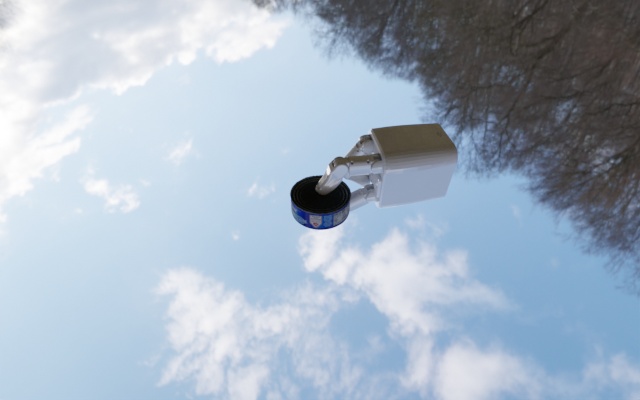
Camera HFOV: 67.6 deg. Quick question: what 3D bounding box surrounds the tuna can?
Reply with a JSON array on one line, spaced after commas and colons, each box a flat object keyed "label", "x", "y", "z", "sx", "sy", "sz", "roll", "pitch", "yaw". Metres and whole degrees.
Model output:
[{"label": "tuna can", "x": 0.000, "y": 0.003, "z": 0.679, "sx": 0.086, "sy": 0.034, "sz": 0.086, "roll": 0, "pitch": 40, "yaw": 0}]
